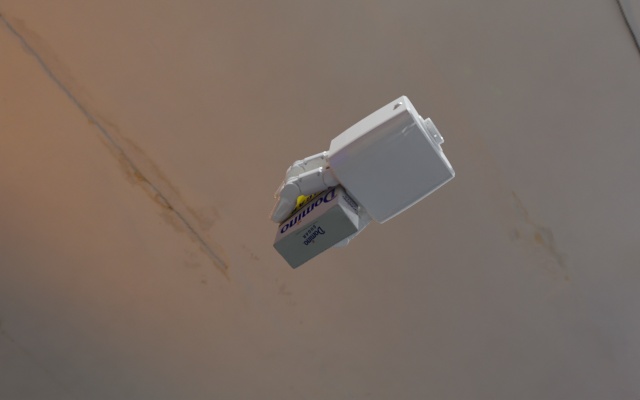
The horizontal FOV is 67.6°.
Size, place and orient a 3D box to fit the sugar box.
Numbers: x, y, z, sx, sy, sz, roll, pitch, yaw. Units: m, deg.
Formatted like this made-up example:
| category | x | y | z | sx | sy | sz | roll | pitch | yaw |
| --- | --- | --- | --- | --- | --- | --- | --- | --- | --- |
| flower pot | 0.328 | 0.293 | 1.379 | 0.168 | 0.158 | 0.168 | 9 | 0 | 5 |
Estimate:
| category | x | y | z | sx | sy | sz | roll | pitch | yaw |
| --- | --- | --- | --- | --- | --- | --- | --- | --- | --- |
| sugar box | 0.000 | 0.001 | 0.595 | 0.093 | 0.048 | 0.176 | -33 | 17 | 18 |
